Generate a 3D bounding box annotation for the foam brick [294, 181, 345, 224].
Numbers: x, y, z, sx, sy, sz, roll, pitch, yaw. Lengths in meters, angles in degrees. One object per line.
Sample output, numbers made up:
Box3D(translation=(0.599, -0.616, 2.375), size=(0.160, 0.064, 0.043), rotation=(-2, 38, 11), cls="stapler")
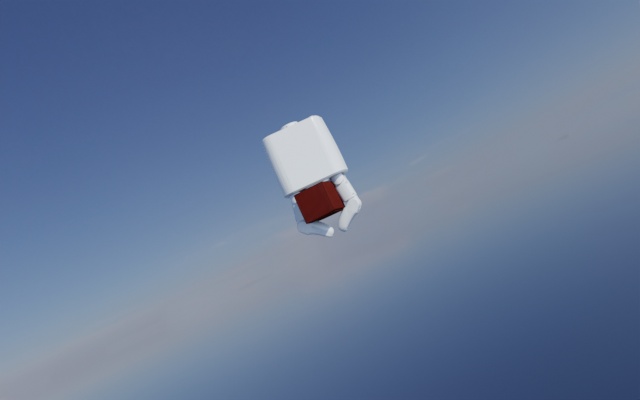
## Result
Box3D(translation=(0.000, 0.003, 0.771), size=(0.053, 0.051, 0.078), rotation=(-25, -5, 15), cls="foam brick")
